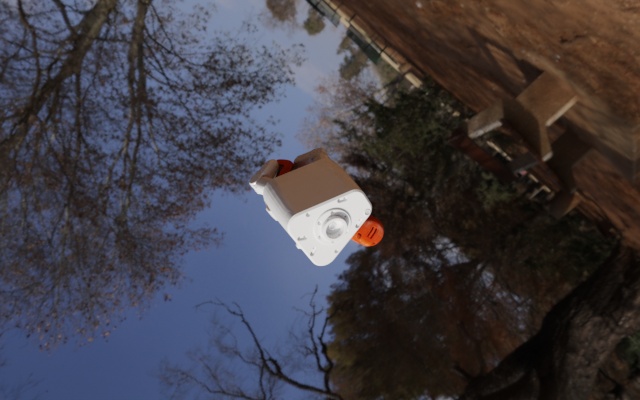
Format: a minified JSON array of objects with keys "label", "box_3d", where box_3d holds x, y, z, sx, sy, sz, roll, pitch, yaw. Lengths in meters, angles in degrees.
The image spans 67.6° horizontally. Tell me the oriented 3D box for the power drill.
[{"label":"power drill","box_3d":[0.000,0.002,0.777,0.188,0.057,0.184,31,-3,-16]}]
